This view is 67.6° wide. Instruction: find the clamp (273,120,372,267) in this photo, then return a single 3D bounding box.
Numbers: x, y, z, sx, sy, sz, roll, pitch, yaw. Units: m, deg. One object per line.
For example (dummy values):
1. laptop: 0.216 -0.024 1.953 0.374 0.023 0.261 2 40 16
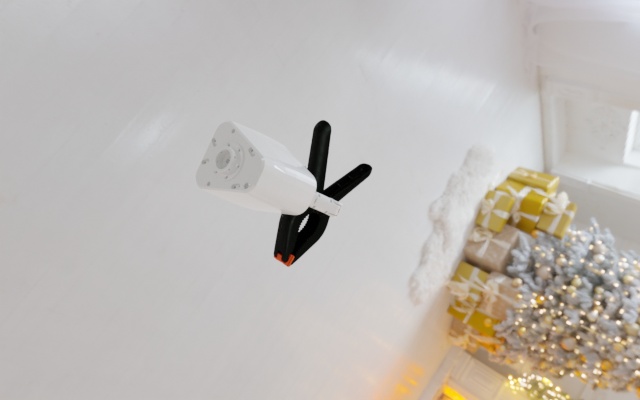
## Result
1. clamp: 0.000 0.003 0.714 0.036 0.210 0.164 28 3 36
